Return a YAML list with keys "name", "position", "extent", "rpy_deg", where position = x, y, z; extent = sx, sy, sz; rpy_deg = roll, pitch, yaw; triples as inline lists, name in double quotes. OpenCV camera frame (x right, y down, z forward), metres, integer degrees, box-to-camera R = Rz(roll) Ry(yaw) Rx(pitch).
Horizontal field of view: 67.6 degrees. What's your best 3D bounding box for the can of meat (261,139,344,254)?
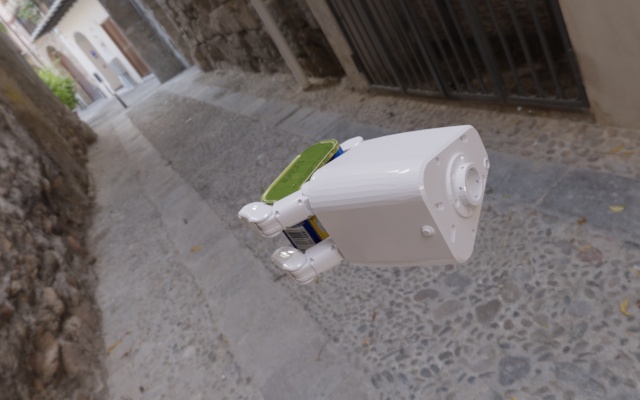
- name: "can of meat"
  position: [0.000, 0.001, 0.473]
  extent: [0.057, 0.084, 0.102]
  rpy_deg: [-3, 40, 45]
